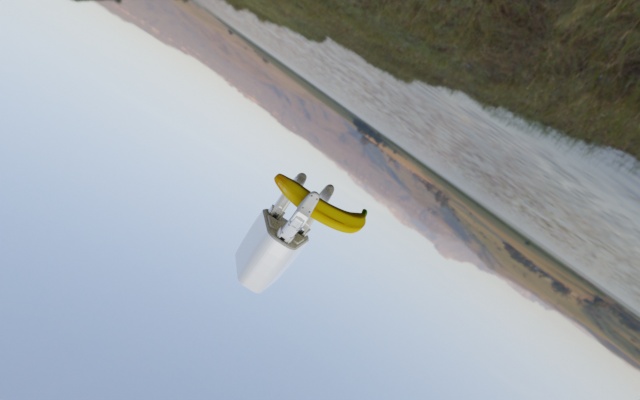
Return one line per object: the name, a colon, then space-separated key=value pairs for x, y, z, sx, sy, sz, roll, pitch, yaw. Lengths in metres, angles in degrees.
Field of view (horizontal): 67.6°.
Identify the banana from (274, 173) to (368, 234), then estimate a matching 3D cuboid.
banana: x=0.008 y=0.014 z=0.802 sx=0.198 sy=0.037 sz=0.069 roll=24 pitch=23 yaw=-31
